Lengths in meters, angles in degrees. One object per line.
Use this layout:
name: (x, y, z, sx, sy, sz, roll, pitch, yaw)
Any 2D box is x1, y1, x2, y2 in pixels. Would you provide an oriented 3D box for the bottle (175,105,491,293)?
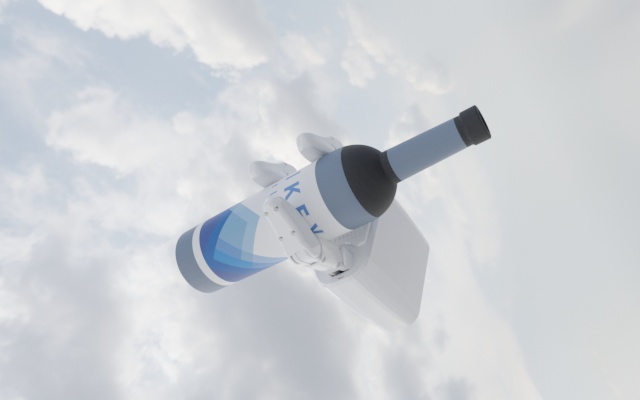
bottle: (0.000, 0.001, 0.411, 0.296, 0.069, 0.069, -26, -12, 26)
